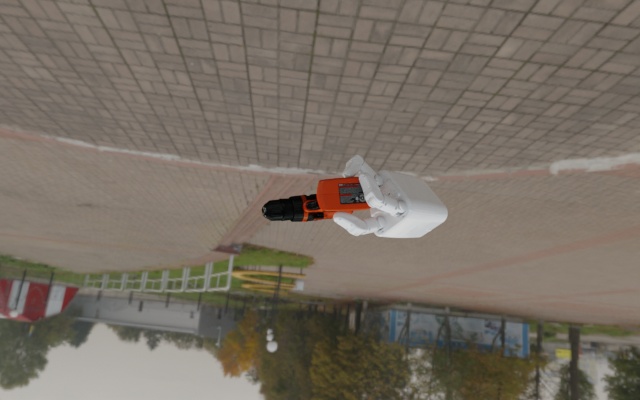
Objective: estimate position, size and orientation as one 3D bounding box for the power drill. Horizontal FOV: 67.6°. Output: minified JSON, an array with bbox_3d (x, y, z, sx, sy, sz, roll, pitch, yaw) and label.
[{"bbox_3d":[0.001,0.003,0.864,0.184,0.057,0.188,-5,-6,-21],"label":"power drill"}]
